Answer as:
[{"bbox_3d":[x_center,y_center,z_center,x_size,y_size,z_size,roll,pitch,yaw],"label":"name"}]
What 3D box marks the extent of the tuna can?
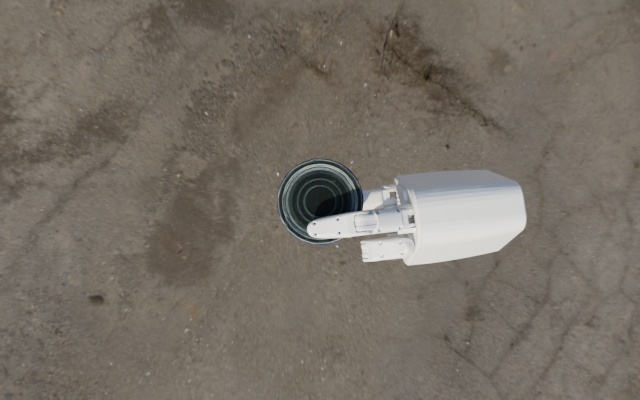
[{"bbox_3d":[0.000,0.002,0.475,0.086,0.086,0.034,0,-1,2],"label":"tuna can"}]
